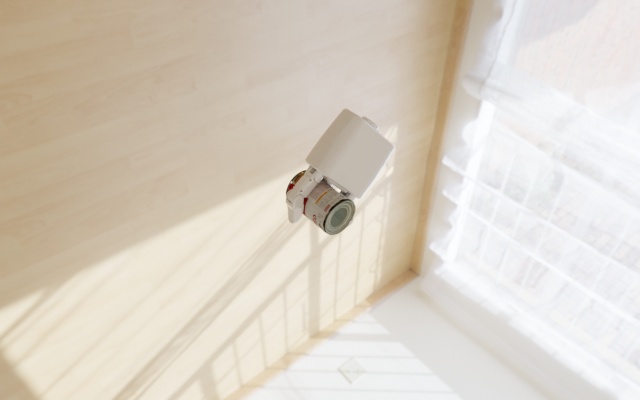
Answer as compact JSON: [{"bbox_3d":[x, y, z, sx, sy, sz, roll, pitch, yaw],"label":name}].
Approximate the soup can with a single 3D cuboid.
[{"bbox_3d":[0.000,0.003,0.780,0.068,0.068,0.102,0,30,-47],"label":"soup can"}]
